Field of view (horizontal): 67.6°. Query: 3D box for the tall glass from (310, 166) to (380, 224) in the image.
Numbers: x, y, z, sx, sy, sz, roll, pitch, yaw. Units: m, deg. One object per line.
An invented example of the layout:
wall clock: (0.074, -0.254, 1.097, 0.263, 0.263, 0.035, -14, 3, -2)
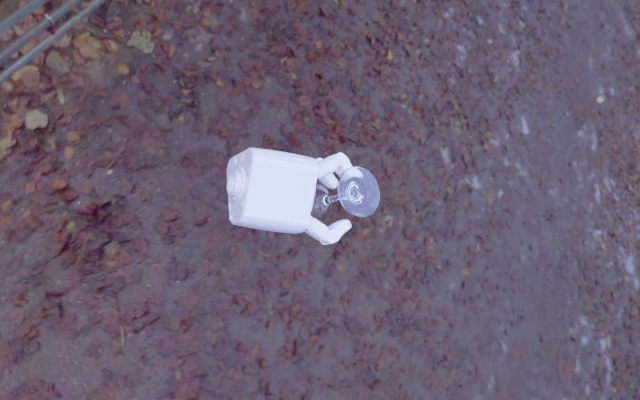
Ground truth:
tall glass: (0.001, 0.002, 0.759, 0.079, 0.079, 0.201, 0, -9, -34)
